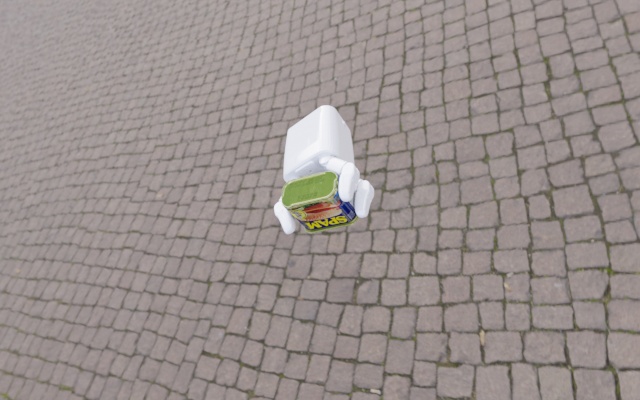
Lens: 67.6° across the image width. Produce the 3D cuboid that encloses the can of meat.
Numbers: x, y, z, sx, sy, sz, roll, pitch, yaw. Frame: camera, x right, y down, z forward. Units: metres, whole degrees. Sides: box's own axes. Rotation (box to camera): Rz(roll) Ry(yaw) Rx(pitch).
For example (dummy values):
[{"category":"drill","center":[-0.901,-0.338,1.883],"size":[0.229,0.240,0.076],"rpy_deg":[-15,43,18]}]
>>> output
[{"category":"can of meat","center":[0.000,0.002,0.753],"size":[0.102,0.057,0.084],"rpy_deg":[-13,-36,24]}]
